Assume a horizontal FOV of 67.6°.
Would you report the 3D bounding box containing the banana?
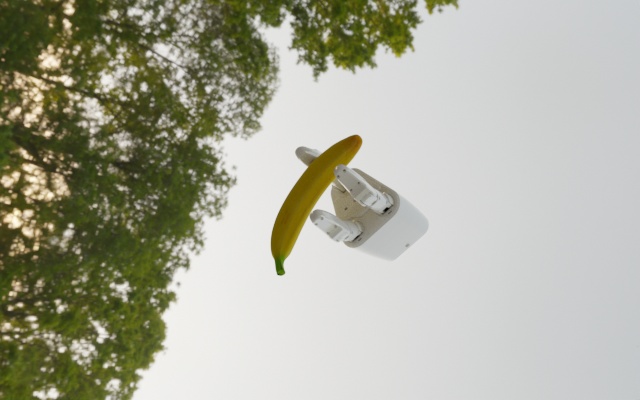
[{"bbox_3d":[-0.013,-0.001,0.607,0.069,0.198,0.037,26,-4,46],"label":"banana"}]
